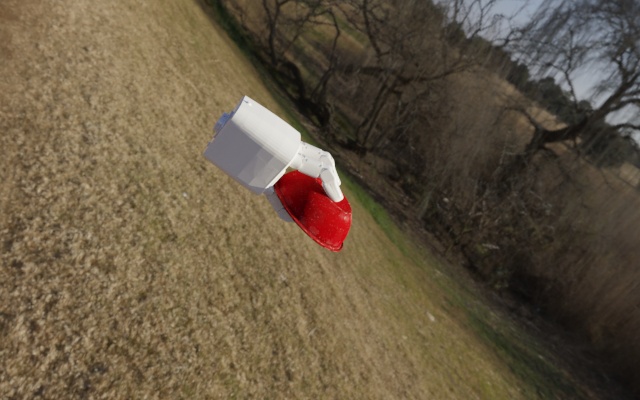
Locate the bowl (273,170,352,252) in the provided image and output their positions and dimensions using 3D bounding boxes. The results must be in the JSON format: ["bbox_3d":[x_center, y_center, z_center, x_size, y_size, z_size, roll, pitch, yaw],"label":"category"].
[{"bbox_3d":[0.001,0.003,0.769,0.055,0.162,0.162,-41,-14,16],"label":"bowl"}]
